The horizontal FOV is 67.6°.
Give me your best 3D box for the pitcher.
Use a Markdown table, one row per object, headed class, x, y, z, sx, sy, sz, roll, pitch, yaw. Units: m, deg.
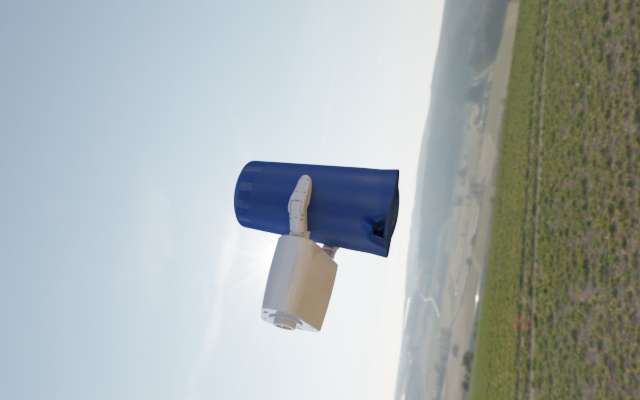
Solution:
| class | x | y | z | sx | sy | sz | roll | pitch | yaw |
| --- | --- | --- | --- | --- | --- | --- | --- | --- | --- |
| pitcher | 0.000 | 0.003 | 0.741 | 0.243 | 0.145 | 0.149 | 8 | -26 | 12 |
